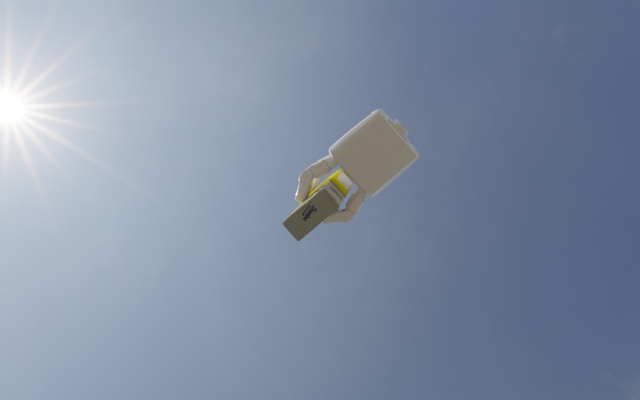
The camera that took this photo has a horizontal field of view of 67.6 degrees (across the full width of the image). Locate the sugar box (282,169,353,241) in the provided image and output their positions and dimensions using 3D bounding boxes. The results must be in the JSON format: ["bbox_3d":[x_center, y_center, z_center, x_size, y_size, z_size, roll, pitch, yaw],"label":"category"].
[{"bbox_3d":[0.000,0.002,0.820,0.093,0.048,0.176,-40,1,16],"label":"sugar box"}]
